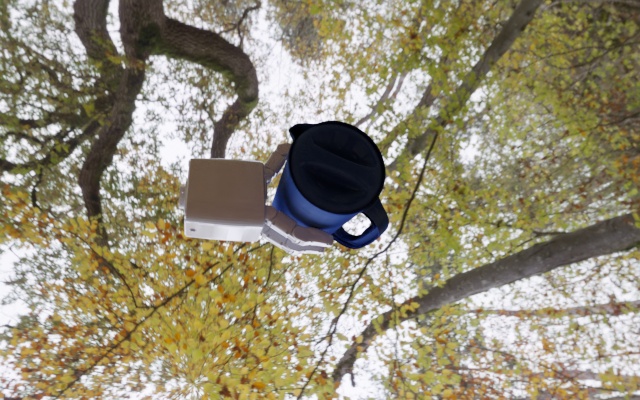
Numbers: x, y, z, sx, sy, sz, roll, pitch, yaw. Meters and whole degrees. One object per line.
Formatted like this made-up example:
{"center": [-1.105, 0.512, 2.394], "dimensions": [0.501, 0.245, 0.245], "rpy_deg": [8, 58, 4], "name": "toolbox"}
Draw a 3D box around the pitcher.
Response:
{"center": [0.000, 0.002, 0.718], "dimensions": [0.145, 0.149, 0.243], "rpy_deg": [4, -21, -14], "name": "pitcher"}
